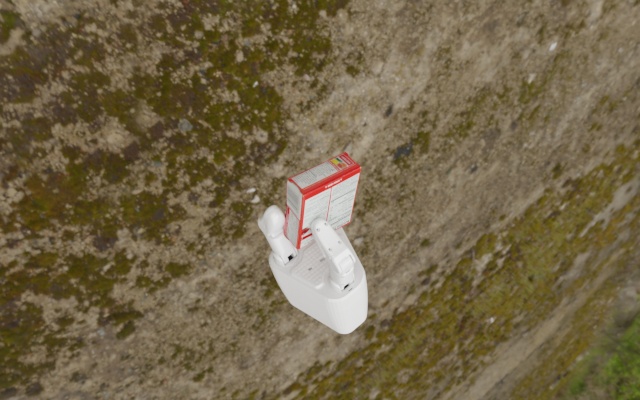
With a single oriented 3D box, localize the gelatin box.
[{"bbox_3d":[0.000,0.002,0.491,0.073,0.089,0.030,-27,56,-27],"label":"gelatin box"}]
